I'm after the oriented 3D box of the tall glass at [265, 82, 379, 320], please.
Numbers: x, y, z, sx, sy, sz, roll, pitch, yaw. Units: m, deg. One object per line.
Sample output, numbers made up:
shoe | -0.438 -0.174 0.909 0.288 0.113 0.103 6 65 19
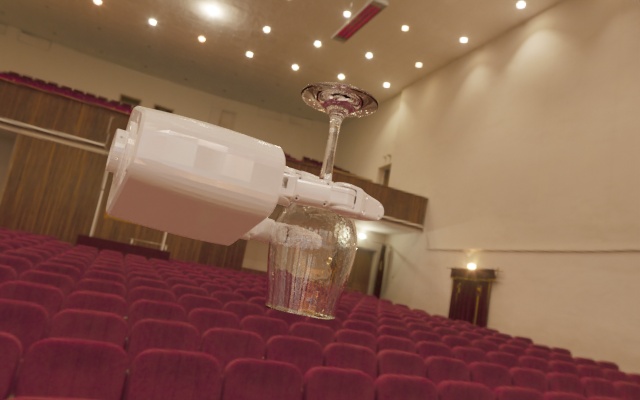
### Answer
tall glass | 0.000 0.001 0.432 0.079 0.201 0.079 10 -10 2
